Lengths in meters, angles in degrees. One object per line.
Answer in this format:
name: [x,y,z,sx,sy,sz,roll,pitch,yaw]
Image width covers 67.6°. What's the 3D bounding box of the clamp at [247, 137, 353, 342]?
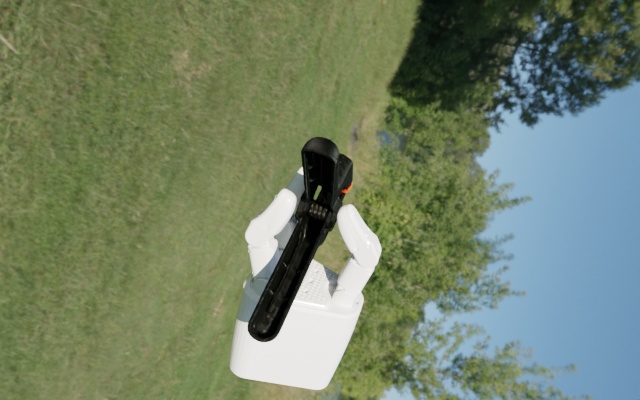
clamp: [0.001,0.002,0.418,0.036,0.165,0.210,22,27,6]
